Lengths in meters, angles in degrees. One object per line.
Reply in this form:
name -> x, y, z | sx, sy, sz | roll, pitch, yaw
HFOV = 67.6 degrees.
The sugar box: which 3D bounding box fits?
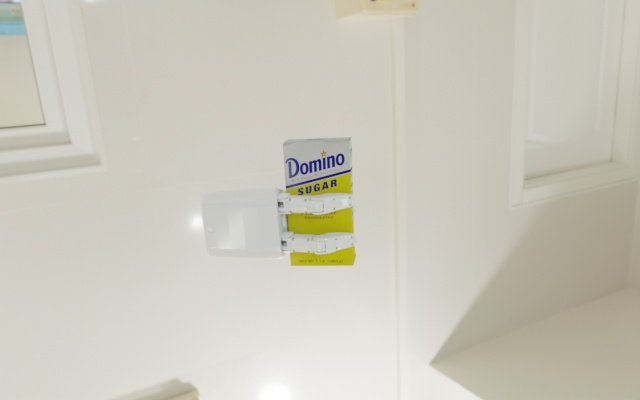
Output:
sugar box -> 0.000, 0.002, 0.667 | 0.093, 0.176, 0.048 | -2, 14, 8
